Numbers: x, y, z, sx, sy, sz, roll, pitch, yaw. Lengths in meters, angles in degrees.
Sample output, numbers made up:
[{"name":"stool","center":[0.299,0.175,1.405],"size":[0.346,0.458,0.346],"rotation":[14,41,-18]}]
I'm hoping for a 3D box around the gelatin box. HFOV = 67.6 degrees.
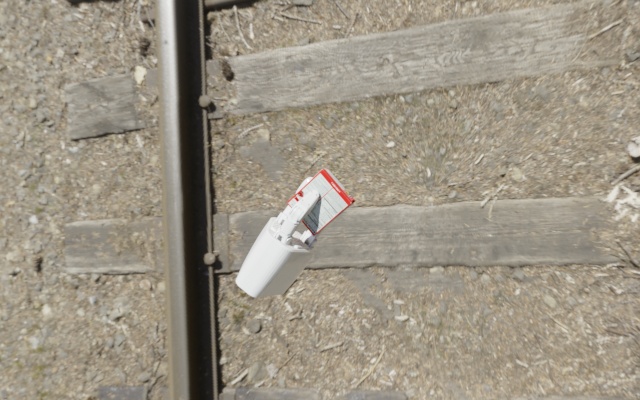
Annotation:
[{"name":"gelatin box","center":[0.000,0.002,0.785],"size":[0.089,0.073,0.030],"rotation":[-42,-6,18]}]
